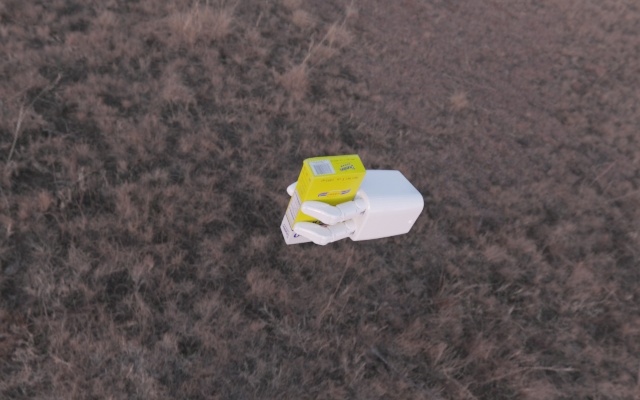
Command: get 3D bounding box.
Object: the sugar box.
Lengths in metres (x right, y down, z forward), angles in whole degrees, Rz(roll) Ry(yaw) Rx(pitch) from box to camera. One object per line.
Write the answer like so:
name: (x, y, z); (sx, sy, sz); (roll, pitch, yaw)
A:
sugar box: (0.000, 0.003, 0.776); (0.093, 0.048, 0.176); (-6, -38, -24)
